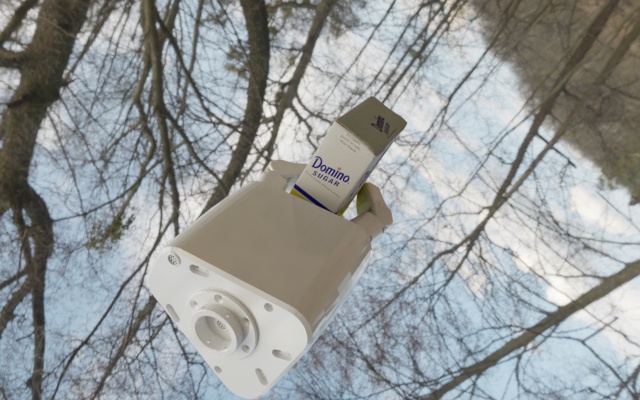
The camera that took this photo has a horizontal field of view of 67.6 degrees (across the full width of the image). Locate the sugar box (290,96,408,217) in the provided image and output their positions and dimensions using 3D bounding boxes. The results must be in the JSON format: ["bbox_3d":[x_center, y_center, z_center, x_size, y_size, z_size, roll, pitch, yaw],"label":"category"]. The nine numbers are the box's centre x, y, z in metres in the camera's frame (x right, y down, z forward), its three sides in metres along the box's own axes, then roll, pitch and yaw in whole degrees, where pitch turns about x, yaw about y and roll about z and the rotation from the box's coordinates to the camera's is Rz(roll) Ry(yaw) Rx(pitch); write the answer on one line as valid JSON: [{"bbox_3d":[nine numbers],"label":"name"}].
[{"bbox_3d":[0.000,0.002,0.406,0.048,0.176,0.093,39,32,3],"label":"sugar box"}]
